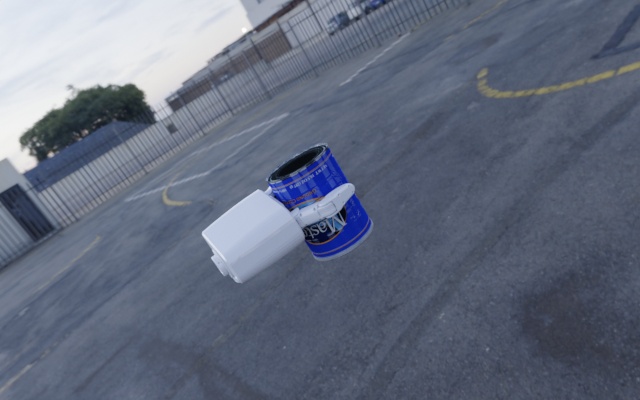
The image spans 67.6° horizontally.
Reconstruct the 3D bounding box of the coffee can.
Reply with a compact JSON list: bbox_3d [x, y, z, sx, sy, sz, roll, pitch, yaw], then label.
[{"bbox_3d":[0.000,0.002,0.698,0.103,0.140,0.102,-28,18,10],"label":"coffee can"}]
